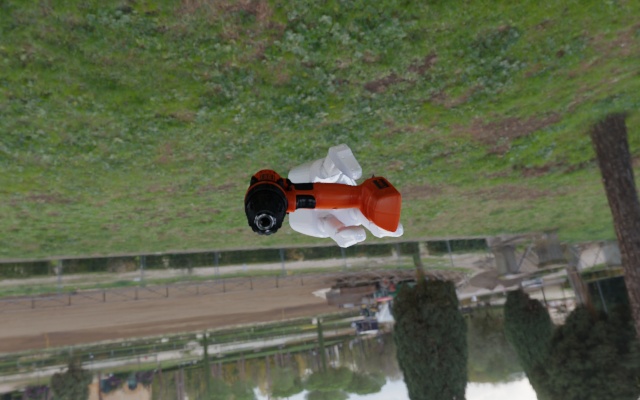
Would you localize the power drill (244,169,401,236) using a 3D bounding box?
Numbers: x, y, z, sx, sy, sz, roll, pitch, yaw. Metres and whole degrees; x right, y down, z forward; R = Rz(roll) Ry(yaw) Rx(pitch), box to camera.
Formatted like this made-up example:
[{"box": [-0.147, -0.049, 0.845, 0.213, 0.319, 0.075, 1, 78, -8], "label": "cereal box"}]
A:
[{"box": [0.001, 0.002, 0.594, 0.187, 0.057, 0.184, 4, 16, -7], "label": "power drill"}]
